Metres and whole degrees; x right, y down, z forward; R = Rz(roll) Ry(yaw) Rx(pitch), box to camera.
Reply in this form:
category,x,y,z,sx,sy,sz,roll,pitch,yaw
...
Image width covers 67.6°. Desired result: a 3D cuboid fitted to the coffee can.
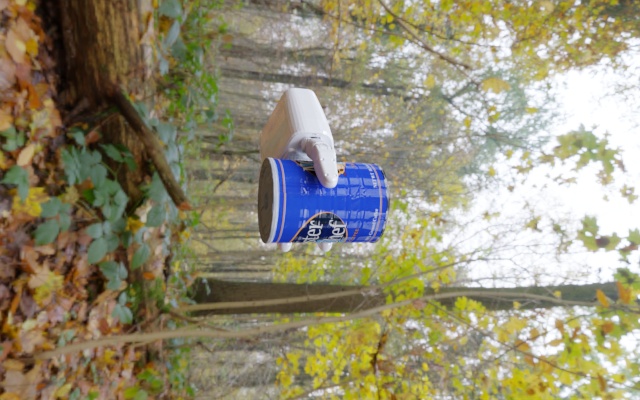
category,x,y,z,sx,sy,sz,roll,pitch,yaw
coffee can,0.000,0.002,0.588,0.140,0.103,0.103,2,-1,-17
